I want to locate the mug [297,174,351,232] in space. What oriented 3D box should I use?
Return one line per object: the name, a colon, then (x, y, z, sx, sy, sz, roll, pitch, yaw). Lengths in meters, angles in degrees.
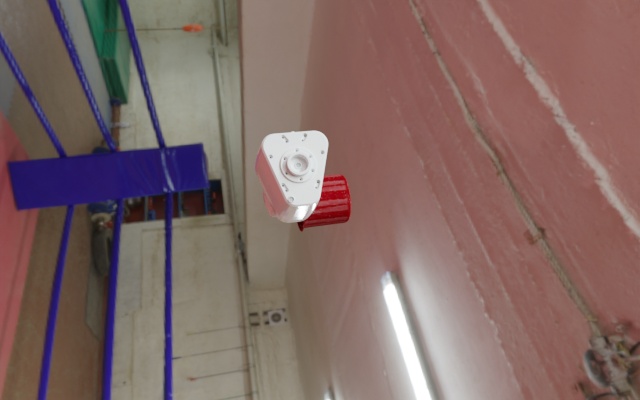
mug: (0.000, 0.003, 0.802, 0.081, 0.093, 0.117, -6, -9, -11)
